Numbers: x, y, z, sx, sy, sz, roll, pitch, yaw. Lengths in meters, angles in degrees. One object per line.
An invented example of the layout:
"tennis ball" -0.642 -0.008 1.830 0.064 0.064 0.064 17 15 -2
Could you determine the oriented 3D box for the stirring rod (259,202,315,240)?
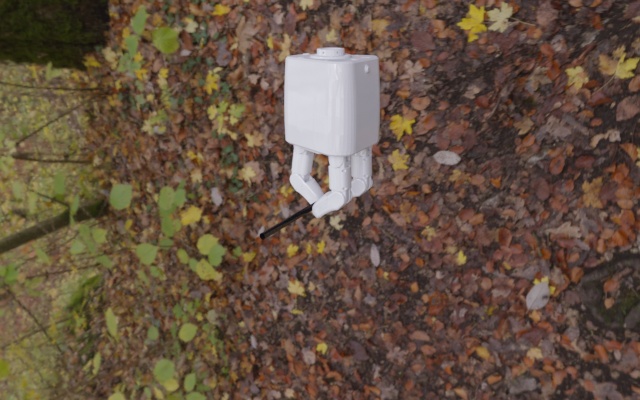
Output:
"stirring rod" 0.000 0.002 0.626 0.011 0.011 0.239 0 18 35
